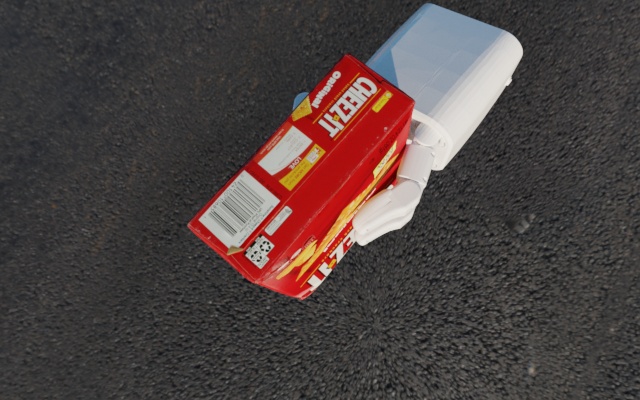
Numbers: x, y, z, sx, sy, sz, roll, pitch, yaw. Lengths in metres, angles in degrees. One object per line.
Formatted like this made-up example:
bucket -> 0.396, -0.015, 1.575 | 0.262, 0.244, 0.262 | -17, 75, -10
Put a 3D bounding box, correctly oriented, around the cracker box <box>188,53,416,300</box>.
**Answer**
cracker box -> 0.000, 0.001, 0.414 | 0.072, 0.164, 0.214 | 40, -7, 14
